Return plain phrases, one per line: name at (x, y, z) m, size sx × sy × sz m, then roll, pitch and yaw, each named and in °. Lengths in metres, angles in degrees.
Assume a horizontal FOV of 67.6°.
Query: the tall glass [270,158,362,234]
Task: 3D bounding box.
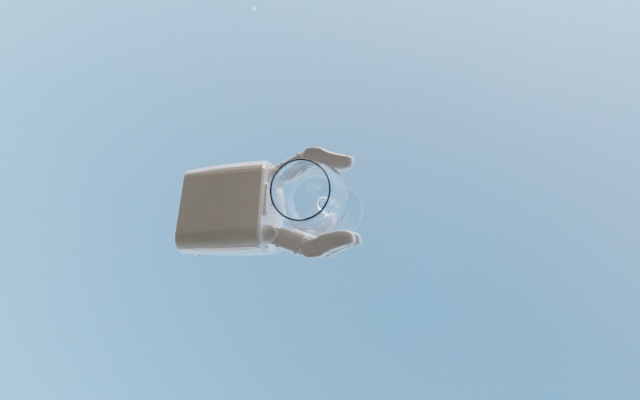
tall glass at (0.000, 0.002, 0.559) m, size 0.079 × 0.079 × 0.201 m, roll 0°, pitch -7°, yaw 12°
